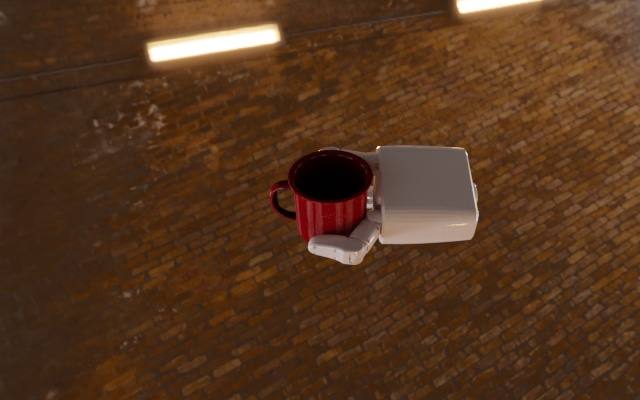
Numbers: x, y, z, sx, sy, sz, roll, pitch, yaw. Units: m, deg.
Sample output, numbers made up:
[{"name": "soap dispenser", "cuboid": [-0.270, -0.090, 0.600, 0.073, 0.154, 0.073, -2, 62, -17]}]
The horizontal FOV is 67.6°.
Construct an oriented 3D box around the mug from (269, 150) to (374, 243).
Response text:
[{"name": "mug", "cuboid": [-0.001, 0.002, 0.545, 0.117, 0.082, 0.093, 0, 42, 3]}]
